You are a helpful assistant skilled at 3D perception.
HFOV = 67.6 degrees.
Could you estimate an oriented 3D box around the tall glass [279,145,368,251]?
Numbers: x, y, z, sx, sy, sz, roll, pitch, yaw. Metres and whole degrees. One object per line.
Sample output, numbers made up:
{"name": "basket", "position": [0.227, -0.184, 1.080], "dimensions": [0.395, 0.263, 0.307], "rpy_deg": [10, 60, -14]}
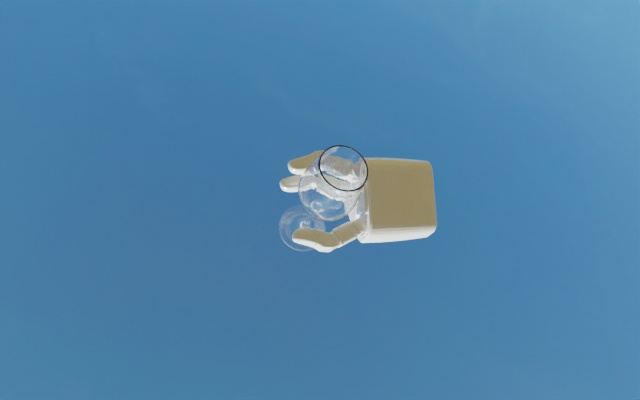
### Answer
{"name": "tall glass", "position": [0.000, 0.002, 0.643], "dimensions": [0.079, 0.079, 0.201], "rpy_deg": [0, -24, -17]}
